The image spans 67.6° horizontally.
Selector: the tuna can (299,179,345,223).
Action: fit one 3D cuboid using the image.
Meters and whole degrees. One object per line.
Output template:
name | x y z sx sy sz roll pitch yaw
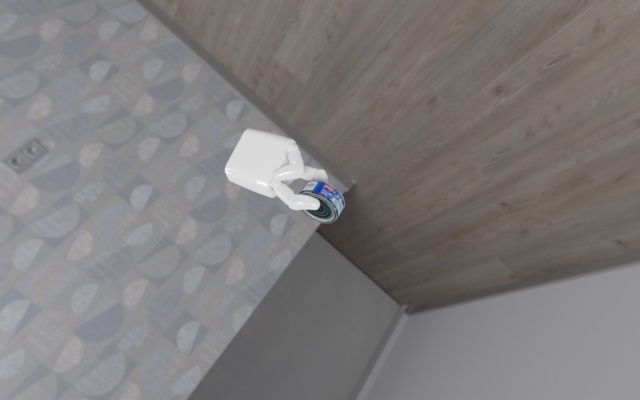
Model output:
tuna can | 0.000 0.003 0.891 0.086 0.033 0.086 21 -35 16
